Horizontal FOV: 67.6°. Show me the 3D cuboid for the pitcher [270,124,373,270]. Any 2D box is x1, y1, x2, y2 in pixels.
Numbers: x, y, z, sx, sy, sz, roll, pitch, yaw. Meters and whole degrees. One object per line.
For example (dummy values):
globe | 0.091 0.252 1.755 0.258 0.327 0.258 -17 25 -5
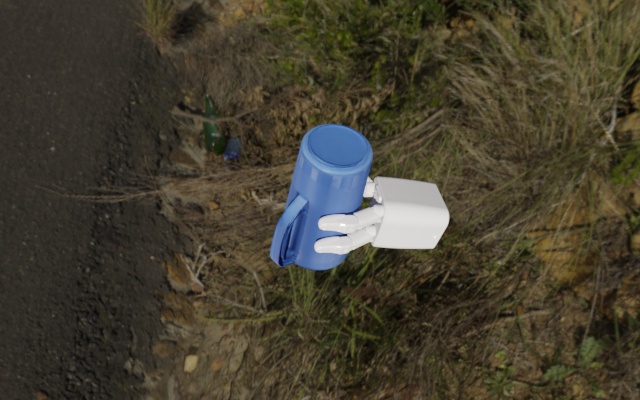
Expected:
pitcher | 0.000 0.003 0.777 0.145 0.149 0.243 6 -41 -6
